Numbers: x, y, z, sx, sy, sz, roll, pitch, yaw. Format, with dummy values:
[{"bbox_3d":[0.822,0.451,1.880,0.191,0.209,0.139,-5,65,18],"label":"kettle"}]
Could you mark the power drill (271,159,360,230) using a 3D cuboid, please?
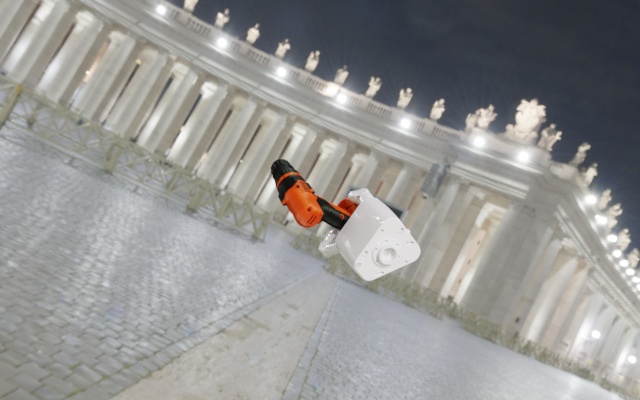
[{"bbox_3d":[0.001,0.003,0.896,0.188,0.057,0.184,22,25,-37],"label":"power drill"}]
